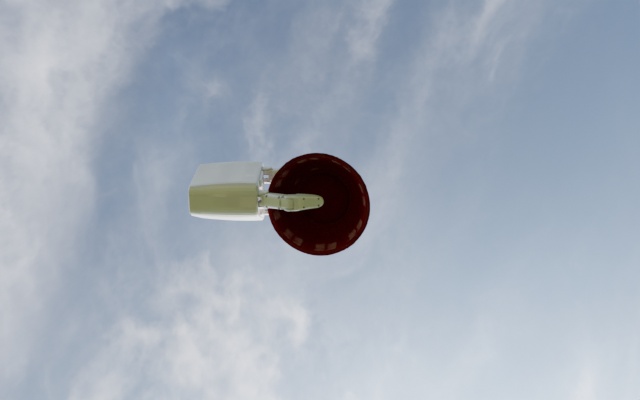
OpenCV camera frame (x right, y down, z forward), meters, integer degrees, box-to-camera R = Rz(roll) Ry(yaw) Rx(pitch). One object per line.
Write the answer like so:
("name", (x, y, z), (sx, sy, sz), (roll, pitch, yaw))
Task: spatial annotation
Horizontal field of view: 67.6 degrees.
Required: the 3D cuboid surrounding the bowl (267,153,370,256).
("bowl", (0.001, 0.003, 0.753), (0.162, 0.162, 0.055), (0, 12, 11))
